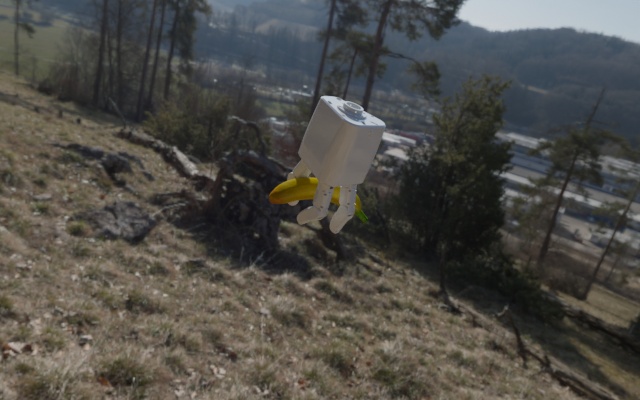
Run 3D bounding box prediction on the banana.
[{"bbox_3d":[-0.002,-0.010,0.822,0.198,0.069,0.037,12,-51,-29],"label":"banana"}]
